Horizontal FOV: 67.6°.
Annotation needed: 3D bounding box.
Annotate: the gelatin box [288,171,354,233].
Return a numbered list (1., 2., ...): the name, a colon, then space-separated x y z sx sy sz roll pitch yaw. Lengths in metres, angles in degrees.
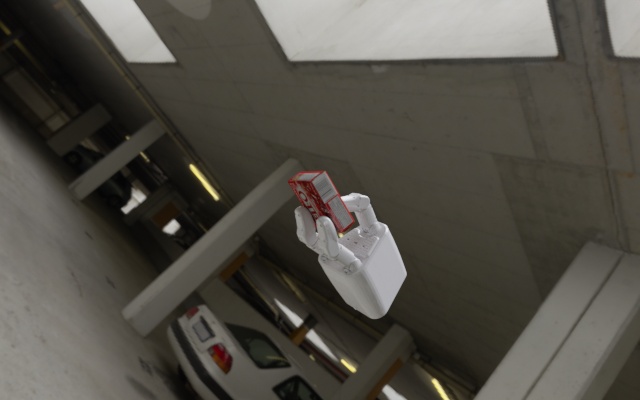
1. gelatin box: 0.000 0.002 0.673 0.030 0.089 0.073 -38 20 -22
